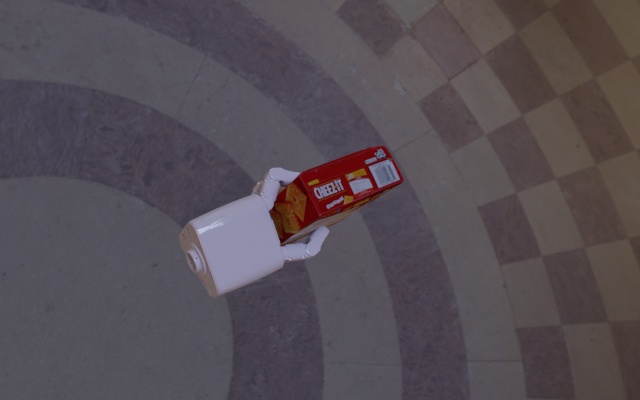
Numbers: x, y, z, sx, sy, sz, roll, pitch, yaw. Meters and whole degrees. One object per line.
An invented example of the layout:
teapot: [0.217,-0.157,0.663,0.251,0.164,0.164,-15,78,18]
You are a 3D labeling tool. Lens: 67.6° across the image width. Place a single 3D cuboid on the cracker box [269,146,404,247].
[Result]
cracker box: [0.000,0.003,0.745,0.164,0.072,0.214,-22,-8,-33]
